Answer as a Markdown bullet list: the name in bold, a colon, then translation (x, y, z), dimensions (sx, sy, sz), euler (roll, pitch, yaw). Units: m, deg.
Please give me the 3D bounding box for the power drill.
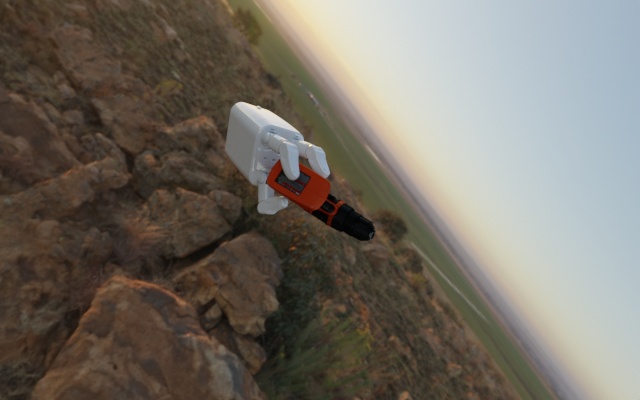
- **power drill**: translation (0.000, 0.002, 0.807), dimensions (0.184, 0.057, 0.188), euler (28, -7, 21)
